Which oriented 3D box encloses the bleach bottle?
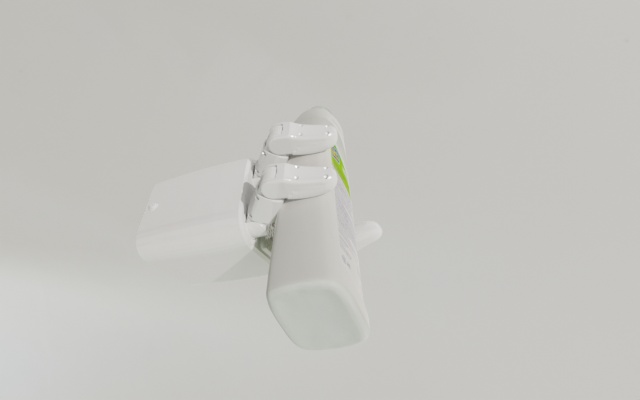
[{"bbox_3d":[0.000,0.001,0.448,0.068,0.250,0.103,-12,-46,13],"label":"bleach bottle"}]
